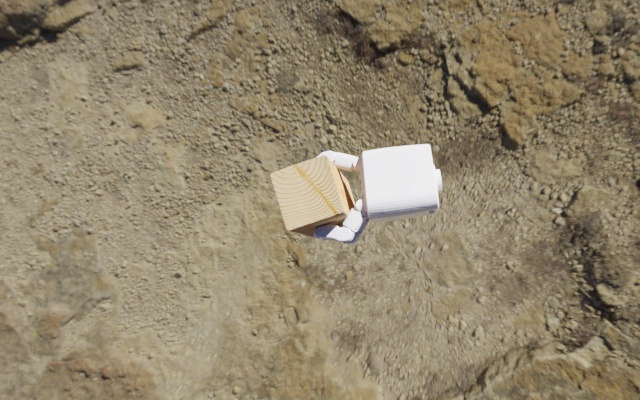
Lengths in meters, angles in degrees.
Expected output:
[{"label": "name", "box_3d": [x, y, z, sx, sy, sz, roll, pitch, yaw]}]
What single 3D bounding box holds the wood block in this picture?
[{"label": "wood block", "box_3d": [0.000, 0.002, 0.780, 0.090, 0.091, 0.206, -19, -11, 8]}]
